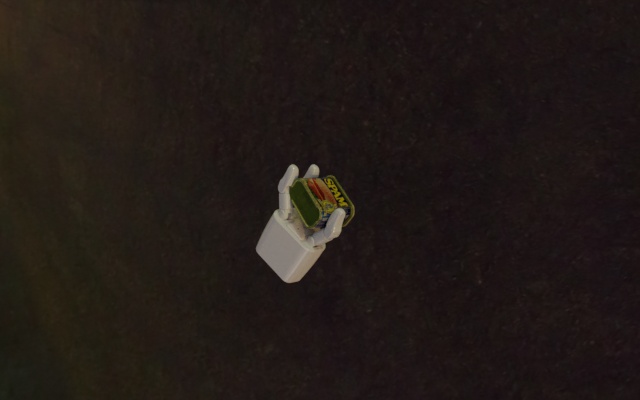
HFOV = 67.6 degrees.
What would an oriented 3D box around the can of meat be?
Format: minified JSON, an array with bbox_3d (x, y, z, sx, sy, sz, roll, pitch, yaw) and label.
[{"bbox_3d":[0.000,0.003,0.886,0.084,0.102,0.057,-5,-37,-42],"label":"can of meat"}]
